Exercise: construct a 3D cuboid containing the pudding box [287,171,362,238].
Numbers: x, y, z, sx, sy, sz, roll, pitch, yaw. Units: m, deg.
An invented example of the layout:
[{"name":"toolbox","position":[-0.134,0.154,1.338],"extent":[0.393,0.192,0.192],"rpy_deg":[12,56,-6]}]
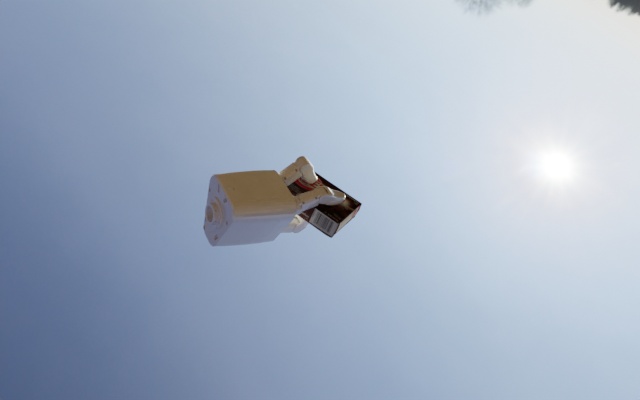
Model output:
[{"name":"pudding box","position":[0.000,0.003,0.800],"extent":[0.113,0.039,0.090],"rpy_deg":[36,36,12]}]
